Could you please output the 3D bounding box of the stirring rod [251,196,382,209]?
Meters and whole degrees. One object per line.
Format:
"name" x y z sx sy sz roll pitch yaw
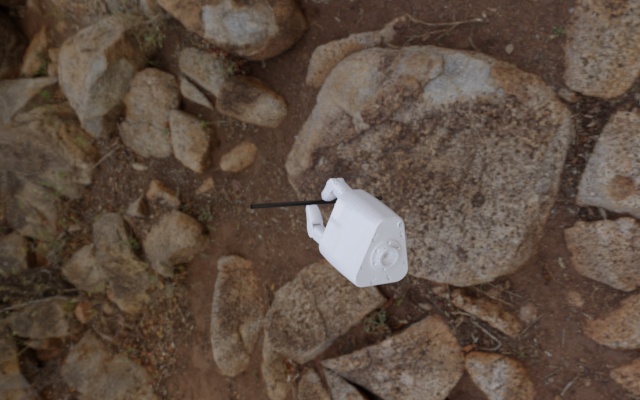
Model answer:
"stirring rod" 0.000 0.003 0.796 0.239 0.011 0.011 -4 2 -26
